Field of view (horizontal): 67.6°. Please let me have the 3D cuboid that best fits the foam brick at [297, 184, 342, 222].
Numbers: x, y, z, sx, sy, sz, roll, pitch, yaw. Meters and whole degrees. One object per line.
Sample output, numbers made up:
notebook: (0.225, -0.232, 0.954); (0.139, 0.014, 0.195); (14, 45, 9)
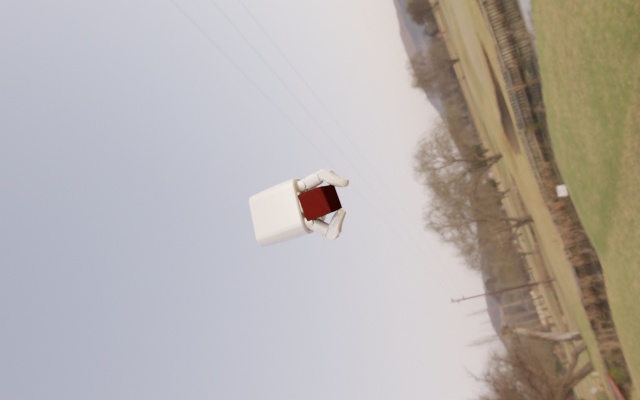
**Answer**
foam brick: (0.000, 0.003, 0.885); (0.051, 0.053, 0.078); (-20, -2, 19)
